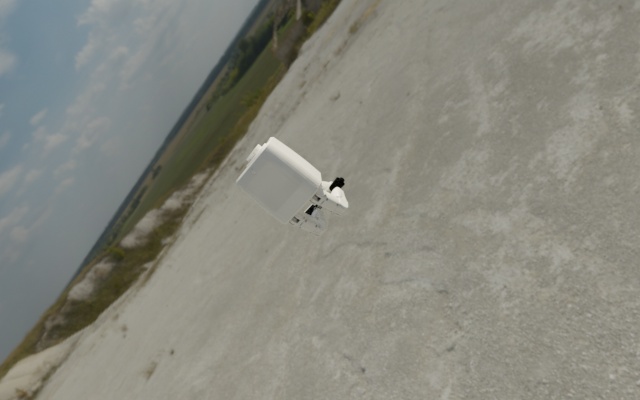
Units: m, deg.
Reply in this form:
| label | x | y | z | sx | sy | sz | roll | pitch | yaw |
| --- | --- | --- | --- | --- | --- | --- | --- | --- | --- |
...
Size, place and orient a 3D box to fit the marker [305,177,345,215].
| label | x | y | z | sx | sy | sz | roll | pitch | yaw |
| --- | --- | --- | --- | --- | --- | --- | --- | --- | --- |
| marker | 0.000 | 0.003 | 0.837 | 0.121 | 0.020 | 0.020 | -46 | -24 | 26 |
